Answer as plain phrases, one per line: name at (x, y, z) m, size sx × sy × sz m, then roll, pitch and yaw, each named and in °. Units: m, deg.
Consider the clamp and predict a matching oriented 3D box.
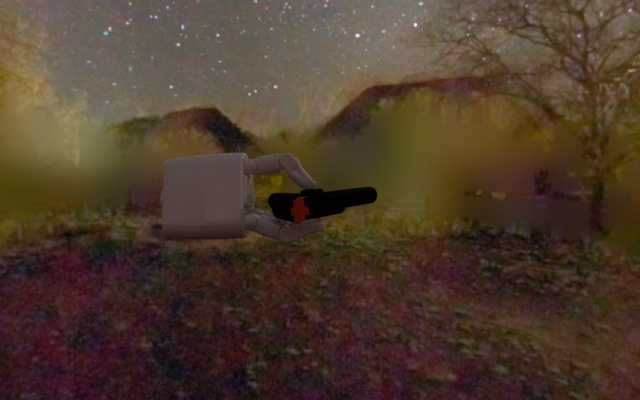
clamp at (0.000, 0.001, 0.634) m, size 0.164 × 0.036 × 0.210 m, roll -5°, pitch 4°, yaw 2°
